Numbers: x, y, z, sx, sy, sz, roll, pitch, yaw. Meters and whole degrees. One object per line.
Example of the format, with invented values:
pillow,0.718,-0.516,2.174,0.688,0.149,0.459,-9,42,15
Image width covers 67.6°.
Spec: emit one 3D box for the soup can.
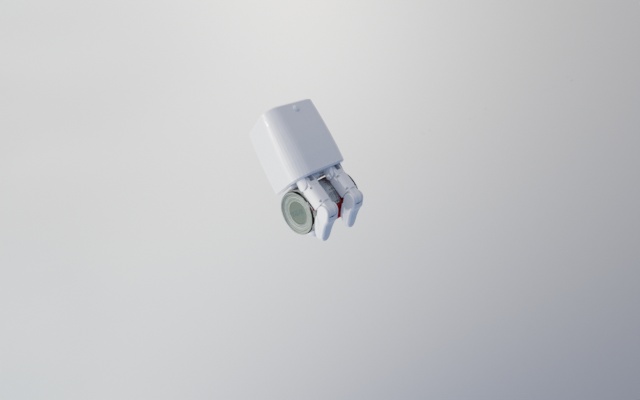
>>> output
soup can,0.000,0.003,0.712,0.102,0.068,0.068,-25,17,-41
